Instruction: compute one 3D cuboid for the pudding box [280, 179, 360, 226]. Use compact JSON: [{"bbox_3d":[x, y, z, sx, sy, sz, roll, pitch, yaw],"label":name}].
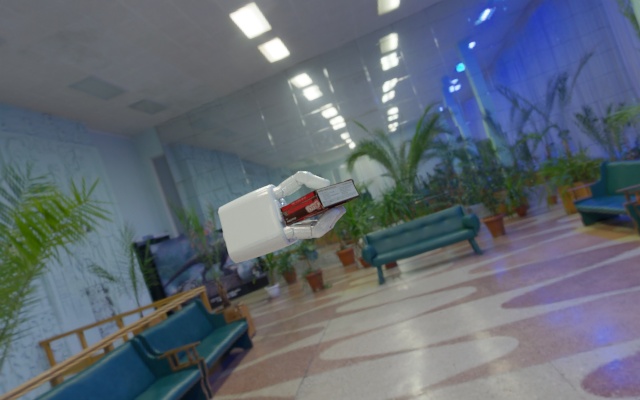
[{"bbox_3d":[0.000,0.003,0.818,0.090,0.039,0.113,-25,-2,39],"label":"pudding box"}]
